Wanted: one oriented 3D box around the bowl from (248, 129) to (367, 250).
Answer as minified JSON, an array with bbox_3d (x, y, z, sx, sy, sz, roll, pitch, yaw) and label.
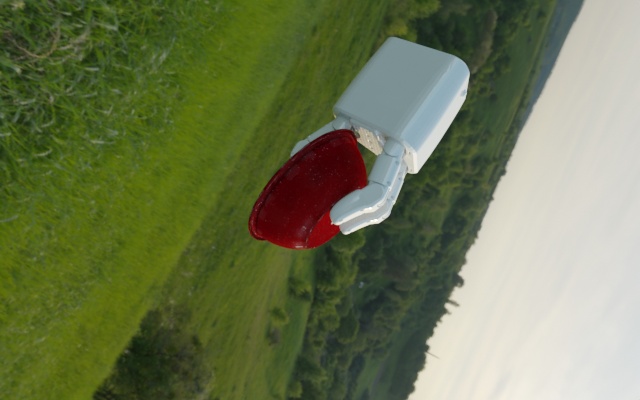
[{"bbox_3d":[0.000,0.003,0.525,0.055,0.162,0.162,45,18,19],"label":"bowl"}]
